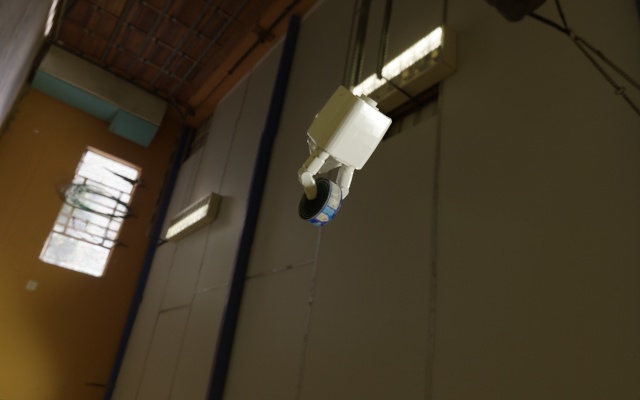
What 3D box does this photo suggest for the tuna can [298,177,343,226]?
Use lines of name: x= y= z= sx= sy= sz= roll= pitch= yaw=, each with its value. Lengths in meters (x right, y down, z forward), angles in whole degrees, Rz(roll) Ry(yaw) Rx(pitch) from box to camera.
tuna can: x=0.001 y=0.003 z=0.862 sx=0.034 sy=0.086 sz=0.086 roll=31 pitch=-17 yaw=-30
